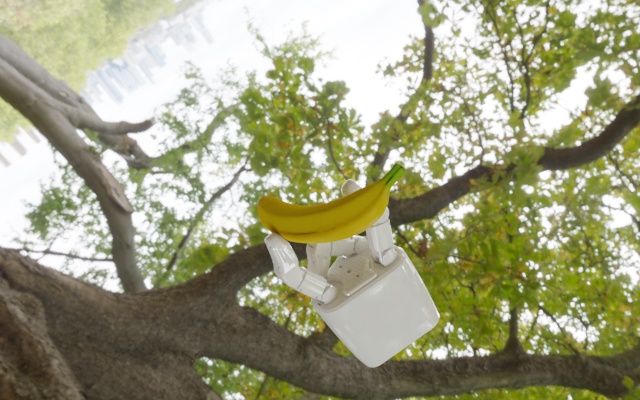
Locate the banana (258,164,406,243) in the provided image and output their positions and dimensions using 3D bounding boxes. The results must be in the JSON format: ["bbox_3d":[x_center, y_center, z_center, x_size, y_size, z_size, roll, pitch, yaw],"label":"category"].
[{"bbox_3d":[-0.006,0.013,0.476,0.198,0.037,0.069,-10,34,41],"label":"banana"}]
